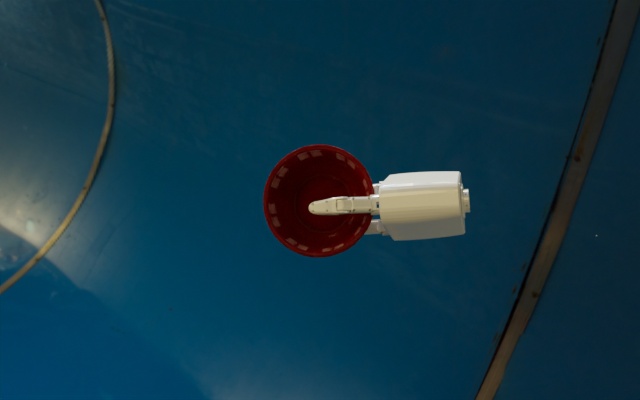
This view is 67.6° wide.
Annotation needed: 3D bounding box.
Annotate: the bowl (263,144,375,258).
[{"bbox_3d":[-0.001,0.002,0.703,0.162,0.162,0.055,0,-5,8],"label":"bowl"}]
